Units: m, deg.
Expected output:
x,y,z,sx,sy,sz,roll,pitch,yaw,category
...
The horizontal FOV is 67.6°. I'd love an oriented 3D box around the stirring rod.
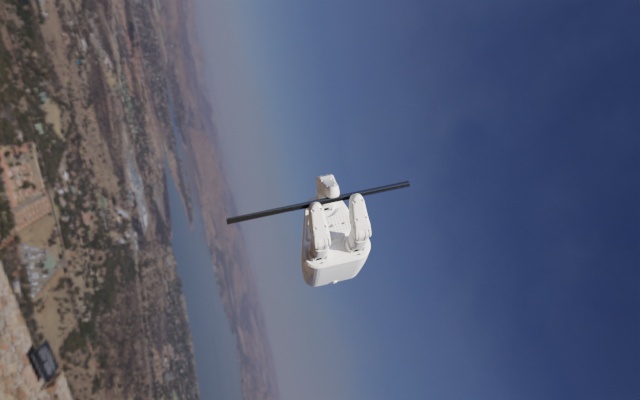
x,y,z,sx,sy,sz,roll,pitch,yaw,category
0.000,0.002,0.610,0.239,0.011,0.011,-12,2,-10,stirring rod
